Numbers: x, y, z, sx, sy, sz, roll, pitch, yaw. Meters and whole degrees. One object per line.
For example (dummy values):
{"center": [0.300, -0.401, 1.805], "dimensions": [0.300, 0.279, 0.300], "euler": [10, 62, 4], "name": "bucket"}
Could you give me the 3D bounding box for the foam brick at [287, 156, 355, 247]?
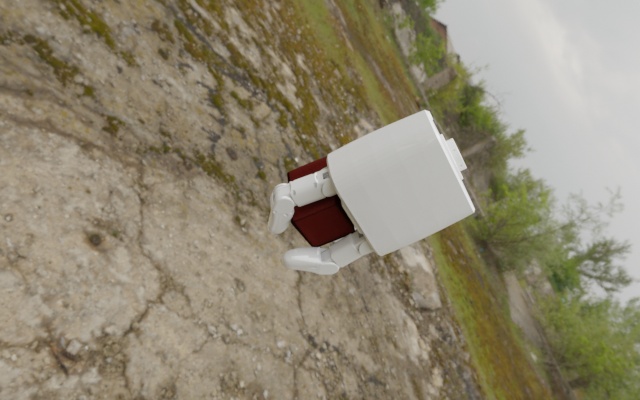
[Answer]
{"center": [0.000, 0.001, 0.515], "dimensions": [0.051, 0.078, 0.053], "euler": [-24, -46, 15], "name": "foam brick"}
